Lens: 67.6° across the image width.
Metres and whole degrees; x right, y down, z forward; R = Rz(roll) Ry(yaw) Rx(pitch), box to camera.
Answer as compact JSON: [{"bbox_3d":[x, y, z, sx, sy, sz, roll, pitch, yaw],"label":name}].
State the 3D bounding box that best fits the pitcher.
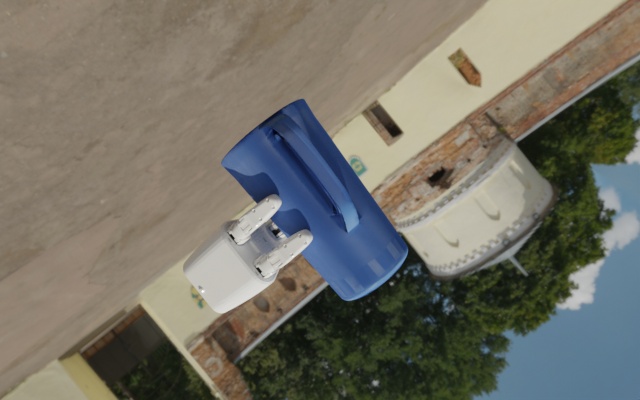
[{"bbox_3d":[0.000,0.002,0.597,0.145,0.243,0.149,-38,2,30],"label":"pitcher"}]
